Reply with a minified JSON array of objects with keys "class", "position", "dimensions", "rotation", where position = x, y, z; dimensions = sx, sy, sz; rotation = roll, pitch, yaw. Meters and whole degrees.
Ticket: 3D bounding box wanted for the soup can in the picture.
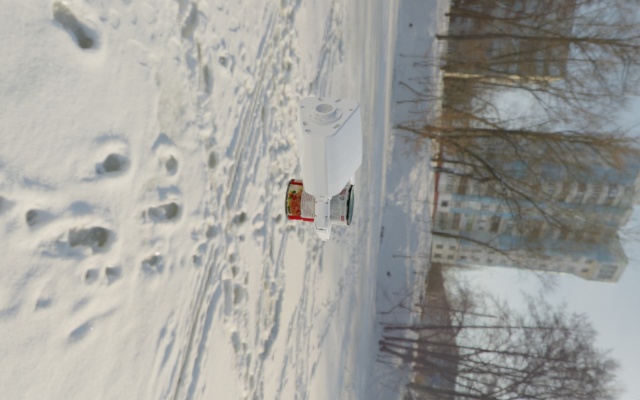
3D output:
[{"class":"soup can","position":[0.000,0.003,0.769],"dimensions":[0.102,0.068,0.068],"rotation":[5,1,10]}]
